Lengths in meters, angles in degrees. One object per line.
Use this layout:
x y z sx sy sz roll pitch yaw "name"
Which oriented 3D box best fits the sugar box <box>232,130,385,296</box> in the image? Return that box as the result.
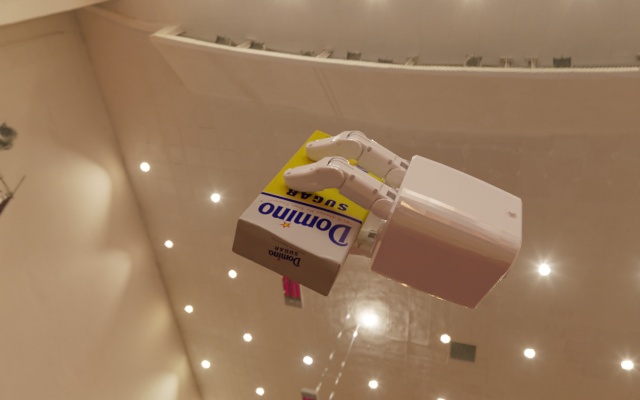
0.000 0.001 0.453 0.093 0.048 0.176 24 36 7 "sugar box"
